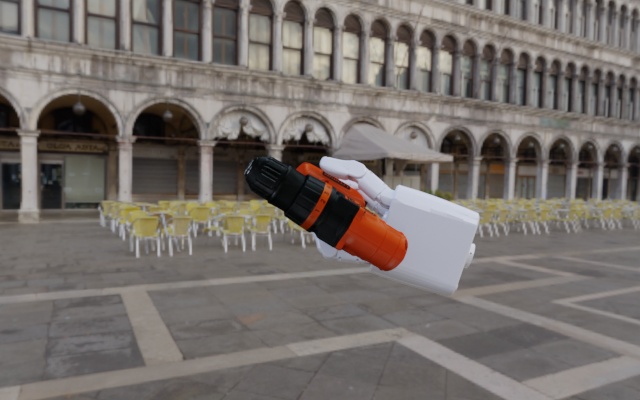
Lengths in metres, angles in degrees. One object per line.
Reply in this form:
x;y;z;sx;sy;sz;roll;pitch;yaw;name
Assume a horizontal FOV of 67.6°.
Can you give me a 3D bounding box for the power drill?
0.000;0.002;0.551;0.184;0.057;0.187;33;7;-10;power drill
